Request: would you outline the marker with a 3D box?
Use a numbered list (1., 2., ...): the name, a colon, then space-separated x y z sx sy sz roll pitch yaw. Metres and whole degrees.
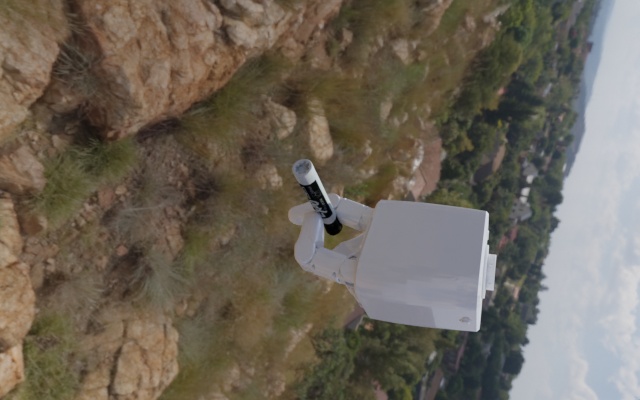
1. marker: 0.000 0.002 0.467 0.020 0.020 0.121 0 -31 18
